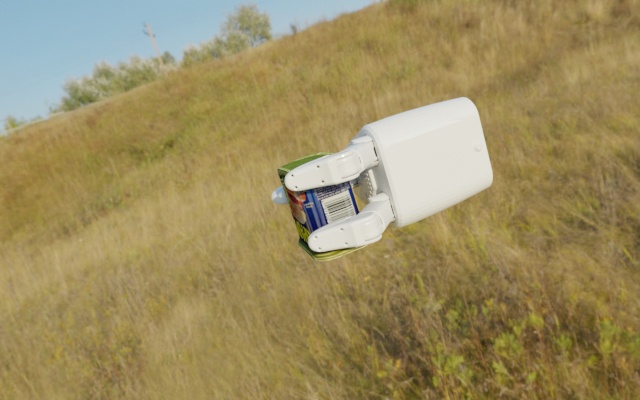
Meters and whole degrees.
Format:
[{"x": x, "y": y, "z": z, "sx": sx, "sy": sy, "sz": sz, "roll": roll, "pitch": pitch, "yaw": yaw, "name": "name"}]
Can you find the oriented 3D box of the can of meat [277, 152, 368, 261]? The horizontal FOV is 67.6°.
[{"x": 0.000, "y": 0.001, "z": 0.454, "sx": 0.057, "sy": 0.084, "sz": 0.102, "roll": -20, "pitch": 11, "yaw": -11, "name": "can of meat"}]
